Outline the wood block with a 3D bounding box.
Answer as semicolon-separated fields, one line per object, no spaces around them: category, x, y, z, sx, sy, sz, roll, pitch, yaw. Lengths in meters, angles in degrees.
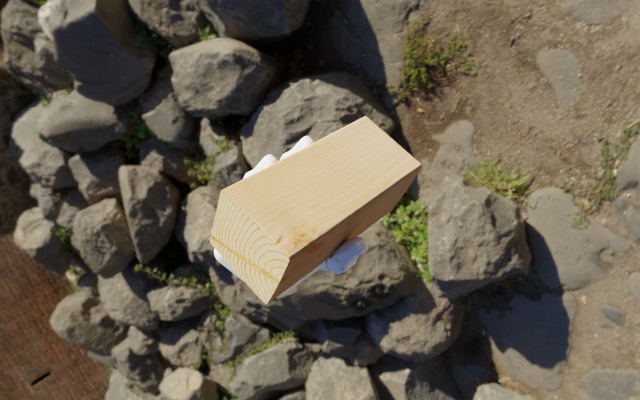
wood block;0.000;0.002;0.498;0.206;0.091;0.090;-33;-20;-38
